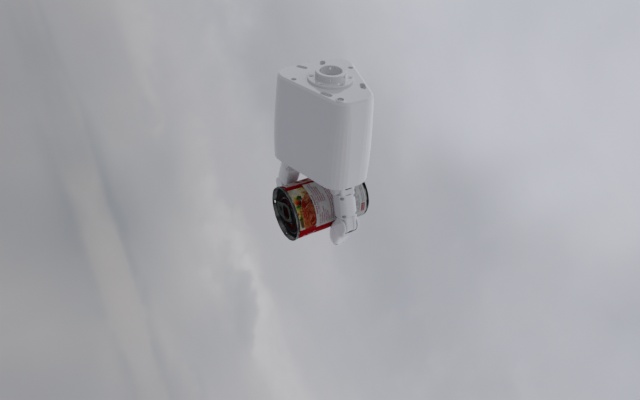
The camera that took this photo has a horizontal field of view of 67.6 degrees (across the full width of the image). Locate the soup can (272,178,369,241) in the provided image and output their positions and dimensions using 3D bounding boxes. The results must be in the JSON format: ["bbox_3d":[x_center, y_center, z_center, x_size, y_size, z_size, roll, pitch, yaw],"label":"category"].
[{"bbox_3d":[0.000,0.002,0.594,0.102,0.068,0.068,-18,8,-25],"label":"soup can"}]
